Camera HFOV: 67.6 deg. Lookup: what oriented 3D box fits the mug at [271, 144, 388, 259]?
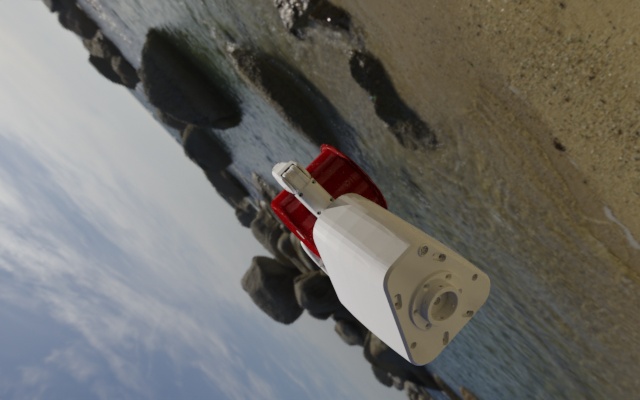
[{"bbox_3d":[-0.001,0.001,0.488,0.093,0.081,0.117,51,-10,-30],"label":"mug"}]
